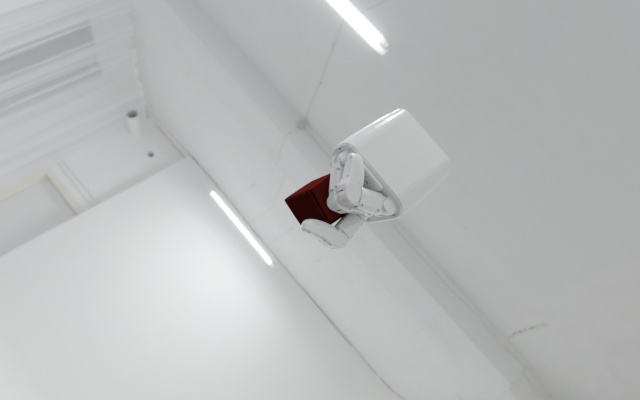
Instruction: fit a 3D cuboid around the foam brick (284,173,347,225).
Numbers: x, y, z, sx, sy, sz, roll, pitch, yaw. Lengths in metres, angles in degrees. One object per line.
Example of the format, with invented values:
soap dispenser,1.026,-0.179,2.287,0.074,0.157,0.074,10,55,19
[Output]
foam brick,0.000,0.002,0.618,0.051,0.053,0.078,-36,10,-28
